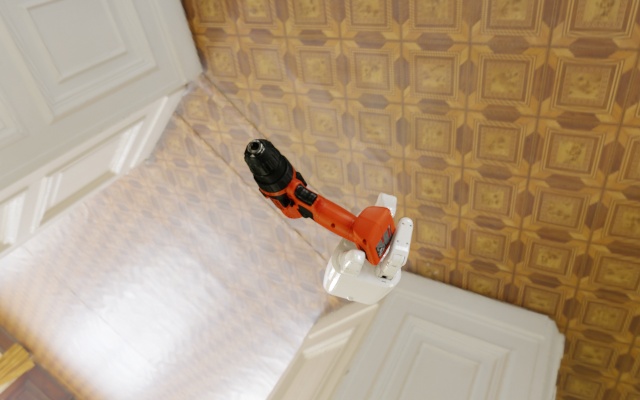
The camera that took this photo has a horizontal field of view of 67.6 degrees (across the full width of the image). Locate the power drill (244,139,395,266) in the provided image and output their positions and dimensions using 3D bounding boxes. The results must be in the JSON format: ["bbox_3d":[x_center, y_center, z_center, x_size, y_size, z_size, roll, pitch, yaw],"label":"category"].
[{"bbox_3d":[0.000,0.002,0.607,0.187,0.057,0.184,29,-12,24],"label":"power drill"}]
